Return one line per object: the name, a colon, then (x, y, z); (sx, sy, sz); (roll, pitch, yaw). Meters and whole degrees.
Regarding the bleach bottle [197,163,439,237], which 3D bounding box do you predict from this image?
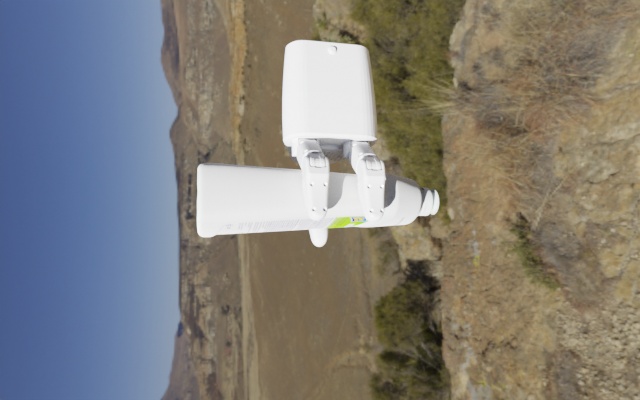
bleach bottle: (0.000, 0.002, 0.502); (0.251, 0.068, 0.102); (1, -11, -14)
